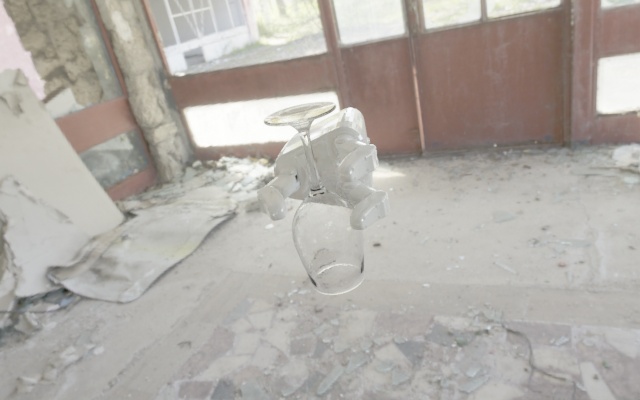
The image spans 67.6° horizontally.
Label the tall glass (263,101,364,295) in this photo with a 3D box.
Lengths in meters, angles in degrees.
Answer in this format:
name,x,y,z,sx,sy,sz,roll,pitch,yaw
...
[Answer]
name,x,y,z,sx,sy,sz,roll,pitch,yaw
tall glass,0.000,0.001,0.512,0.079,0.201,0.079,-11,23,5
